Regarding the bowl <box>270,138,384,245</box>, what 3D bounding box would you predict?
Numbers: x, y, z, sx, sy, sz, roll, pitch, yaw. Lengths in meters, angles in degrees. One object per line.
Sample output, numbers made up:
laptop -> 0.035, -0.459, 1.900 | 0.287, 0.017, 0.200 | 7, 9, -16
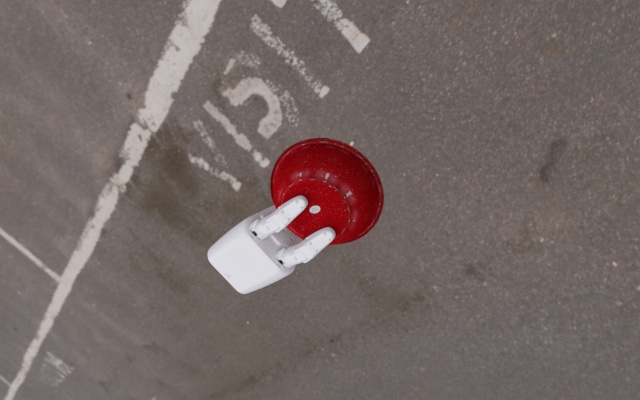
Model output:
bowl -> 0.001, 0.001, 0.631 | 0.162, 0.162, 0.055 | 0, 27, 17
